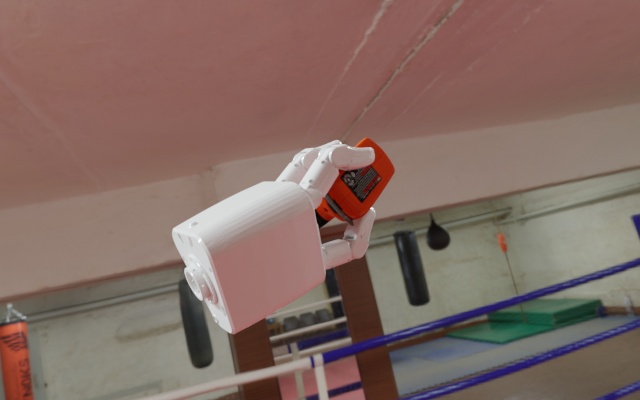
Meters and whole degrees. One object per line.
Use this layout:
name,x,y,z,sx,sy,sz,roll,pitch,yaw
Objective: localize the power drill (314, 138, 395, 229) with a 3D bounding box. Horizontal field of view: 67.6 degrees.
power drill,0.000,0.002,0.570,0.188,0.057,0.184,-36,11,45
